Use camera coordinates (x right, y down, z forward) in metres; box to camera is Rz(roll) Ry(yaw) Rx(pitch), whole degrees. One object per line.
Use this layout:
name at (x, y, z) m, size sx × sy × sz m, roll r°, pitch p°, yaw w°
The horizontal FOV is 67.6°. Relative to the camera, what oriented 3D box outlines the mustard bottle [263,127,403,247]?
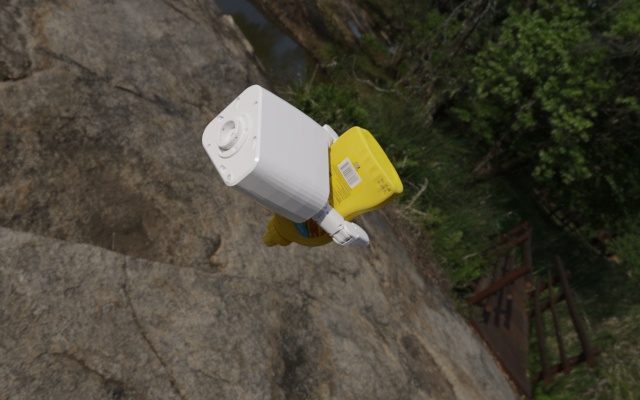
mustard bottle at (0.000, 0.002, 0.590) m, size 0.192 × 0.096 × 0.058 m, roll -36°, pitch -16°, yaw 23°
